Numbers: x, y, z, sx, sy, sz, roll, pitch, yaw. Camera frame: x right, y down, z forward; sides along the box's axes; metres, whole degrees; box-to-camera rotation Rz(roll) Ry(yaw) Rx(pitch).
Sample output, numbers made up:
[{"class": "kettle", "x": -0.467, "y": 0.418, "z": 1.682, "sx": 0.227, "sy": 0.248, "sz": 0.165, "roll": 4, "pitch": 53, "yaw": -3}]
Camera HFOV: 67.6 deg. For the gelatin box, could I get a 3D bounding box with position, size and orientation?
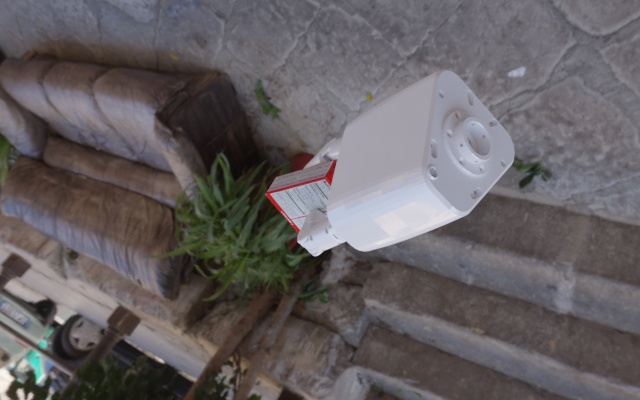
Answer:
[{"class": "gelatin box", "x": 0.000, "y": 0.002, "z": 0.481, "sx": 0.089, "sy": 0.073, "sz": 0.030, "roll": -14, "pitch": 36, "yaw": 41}]
